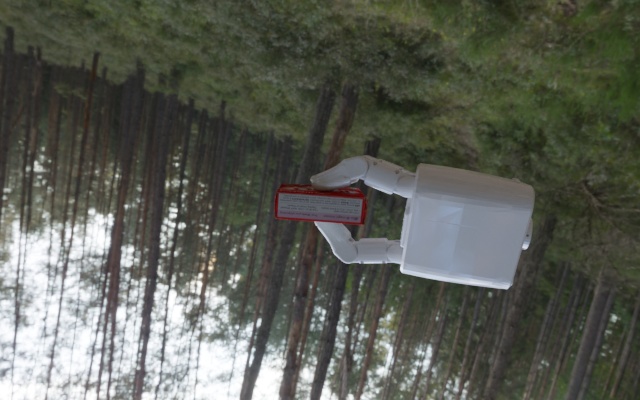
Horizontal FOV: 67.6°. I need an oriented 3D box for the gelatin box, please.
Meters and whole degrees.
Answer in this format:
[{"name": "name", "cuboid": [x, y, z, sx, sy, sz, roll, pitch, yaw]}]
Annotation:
[{"name": "gelatin box", "cuboid": [0.000, 0.002, 0.488, 0.089, 0.030, 0.073, 3, 8, -1]}]
